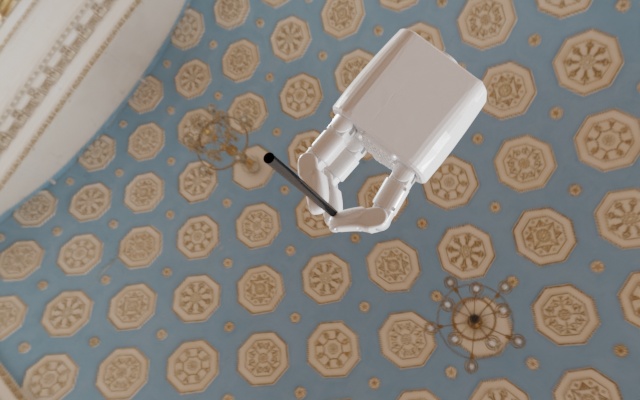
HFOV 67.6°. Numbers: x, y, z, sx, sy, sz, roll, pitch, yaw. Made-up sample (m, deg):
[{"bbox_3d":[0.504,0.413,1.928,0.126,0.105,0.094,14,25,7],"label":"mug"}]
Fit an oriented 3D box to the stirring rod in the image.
[{"bbox_3d":[0.000,0.001,0.431,0.011,0.011,0.239,0,-14,17],"label":"stirring rod"}]
